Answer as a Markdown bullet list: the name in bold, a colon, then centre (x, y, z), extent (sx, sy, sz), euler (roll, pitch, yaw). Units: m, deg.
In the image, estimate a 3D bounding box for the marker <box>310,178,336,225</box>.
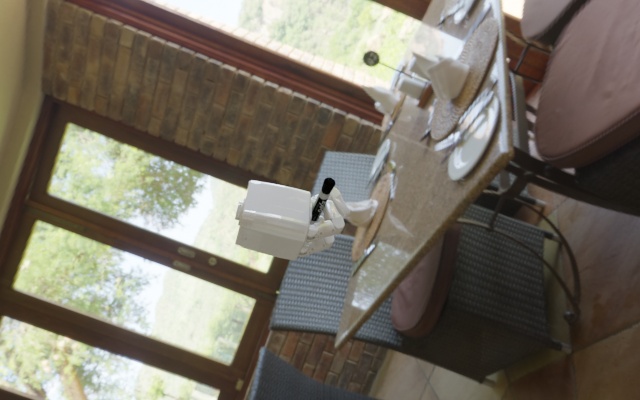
- **marker**: centre (0.000, 0.003, 0.783), extent (0.020, 0.020, 0.121), euler (0, -34, -18)
